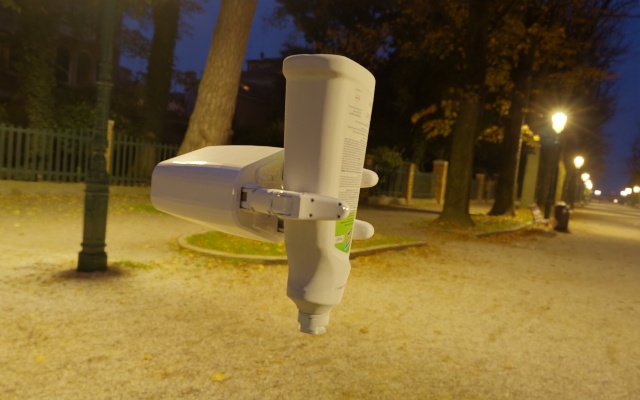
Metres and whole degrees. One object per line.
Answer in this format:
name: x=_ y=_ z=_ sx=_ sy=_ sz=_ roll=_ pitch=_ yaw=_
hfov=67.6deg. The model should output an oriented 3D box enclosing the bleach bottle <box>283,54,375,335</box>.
bleach bottle: x=0.000 y=0.001 z=0.449 sx=0.068 sy=0.251 sz=0.102 roll=7 pitch=4 yaw=25
